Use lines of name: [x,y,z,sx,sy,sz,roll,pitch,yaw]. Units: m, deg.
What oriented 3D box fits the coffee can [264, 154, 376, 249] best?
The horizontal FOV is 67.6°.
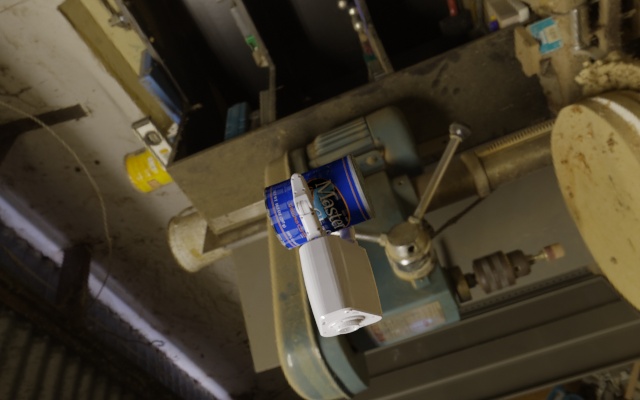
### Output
coffee can: [0.000,0.002,0.719,0.140,0.103,0.103,-21,-4,10]
